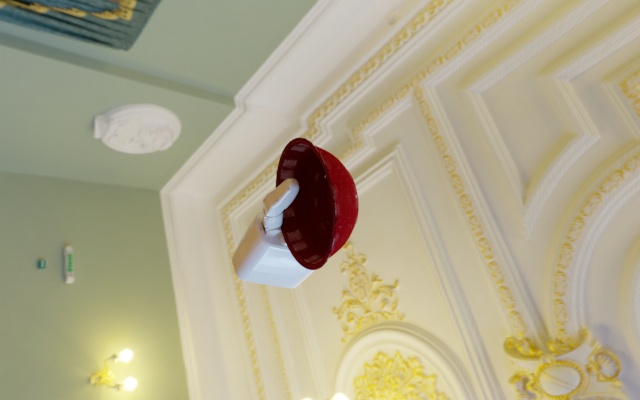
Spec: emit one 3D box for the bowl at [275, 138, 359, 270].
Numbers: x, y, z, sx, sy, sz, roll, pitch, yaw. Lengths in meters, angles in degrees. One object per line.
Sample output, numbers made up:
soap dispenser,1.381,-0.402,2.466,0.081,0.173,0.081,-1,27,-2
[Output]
bowl,0.001,0.001,0.590,0.055,0.162,0.162,-7,3,-27
